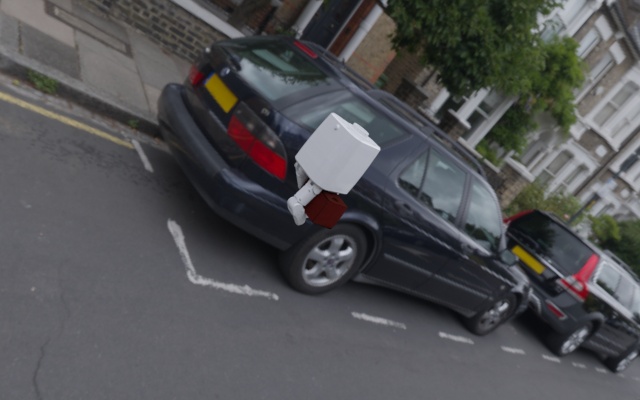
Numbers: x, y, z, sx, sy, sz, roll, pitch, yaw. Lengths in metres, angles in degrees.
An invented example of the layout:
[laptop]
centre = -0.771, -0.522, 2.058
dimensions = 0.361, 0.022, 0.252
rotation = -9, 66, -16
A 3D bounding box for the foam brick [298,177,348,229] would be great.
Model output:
[foam brick]
centre = 0.000, 0.003, 0.847
dimensions = 0.053, 0.051, 0.078
rotation = 22, 23, -45
